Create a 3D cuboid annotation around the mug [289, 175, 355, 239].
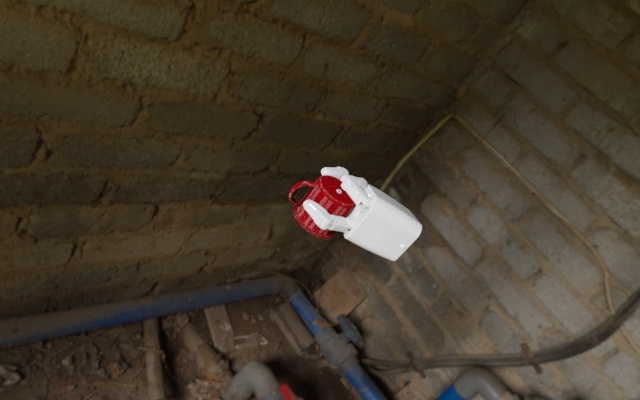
[{"bbox_3d":[-0.001,0.002,0.864,0.117,0.081,0.093,28,30,-16],"label":"mug"}]
